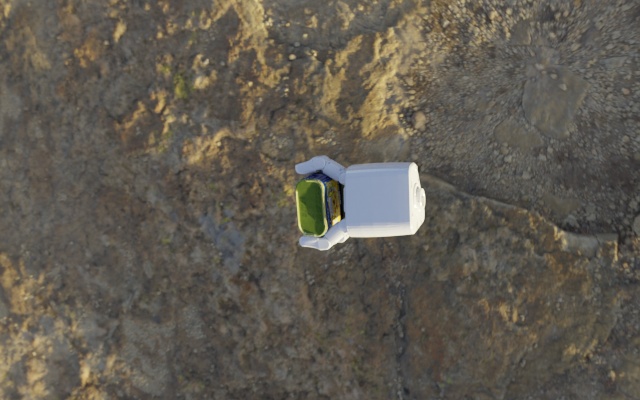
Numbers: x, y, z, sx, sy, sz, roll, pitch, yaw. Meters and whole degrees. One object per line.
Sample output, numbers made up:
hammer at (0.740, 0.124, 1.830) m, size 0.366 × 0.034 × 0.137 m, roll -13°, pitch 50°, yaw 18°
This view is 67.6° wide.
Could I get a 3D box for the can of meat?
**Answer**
can of meat at (0.000, 0.003, 0.803) m, size 0.057 × 0.102 × 0.084 m, roll 1°, pitch 15°, yaw 24°
